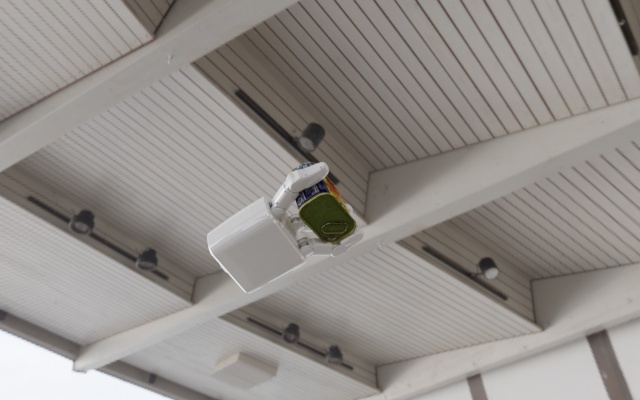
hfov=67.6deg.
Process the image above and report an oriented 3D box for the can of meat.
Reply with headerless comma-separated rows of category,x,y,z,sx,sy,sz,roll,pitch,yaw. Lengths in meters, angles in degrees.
can of meat,0.000,0.002,0.707,0.057,0.084,0.102,-33,-47,9
